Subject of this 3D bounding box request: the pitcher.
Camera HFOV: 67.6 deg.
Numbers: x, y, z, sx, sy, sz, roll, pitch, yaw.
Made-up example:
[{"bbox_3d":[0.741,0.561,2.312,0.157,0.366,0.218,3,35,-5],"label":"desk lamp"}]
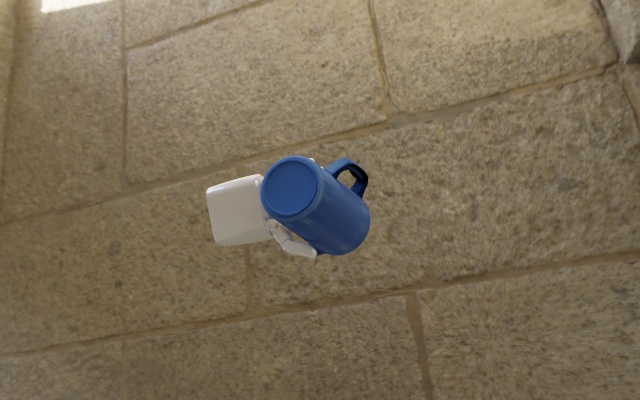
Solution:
[{"bbox_3d":[0.000,0.003,0.830,0.145,0.149,0.243,-10,-19,17],"label":"pitcher"}]
